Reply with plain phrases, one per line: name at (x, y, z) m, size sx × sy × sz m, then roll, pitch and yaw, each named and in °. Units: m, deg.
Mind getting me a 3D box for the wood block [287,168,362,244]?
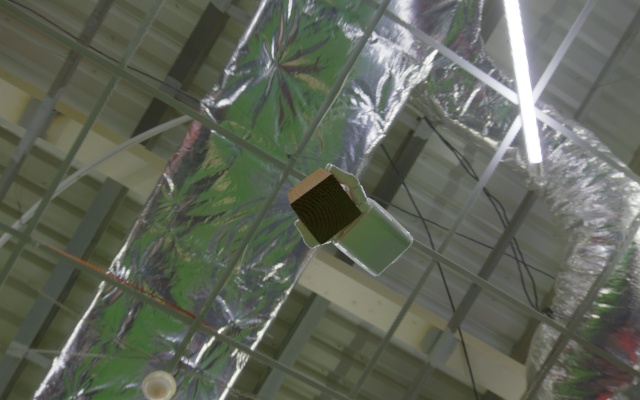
wood block at (0.000, 0.003, 0.897) m, size 0.091 × 0.090 × 0.206 m, roll -37°, pitch 9°, yaw -1°
